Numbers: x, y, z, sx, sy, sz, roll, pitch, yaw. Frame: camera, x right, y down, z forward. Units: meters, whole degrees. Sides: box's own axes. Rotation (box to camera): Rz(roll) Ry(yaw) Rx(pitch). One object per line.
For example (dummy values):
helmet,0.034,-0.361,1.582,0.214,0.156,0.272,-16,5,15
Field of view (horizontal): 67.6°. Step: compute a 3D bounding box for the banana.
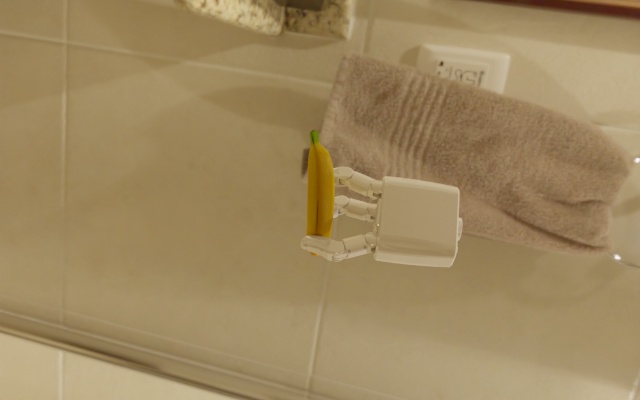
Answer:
banana,0.000,0.008,0.658,0.037,0.198,0.069,2,28,0
